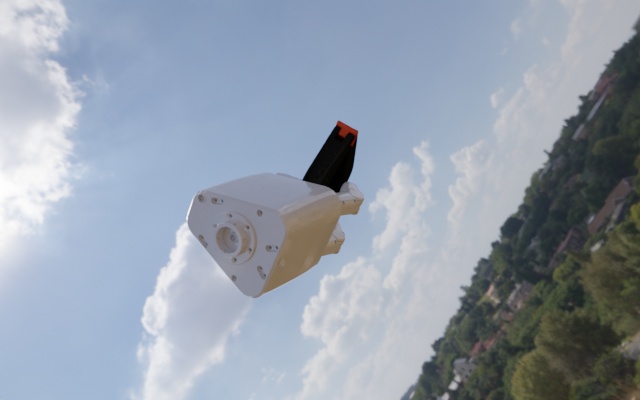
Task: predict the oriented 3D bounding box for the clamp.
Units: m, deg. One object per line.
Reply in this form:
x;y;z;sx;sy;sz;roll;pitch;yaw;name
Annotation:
0.000;0.001;0.588;0.036;0.210;0.164;31;22;17;clamp
